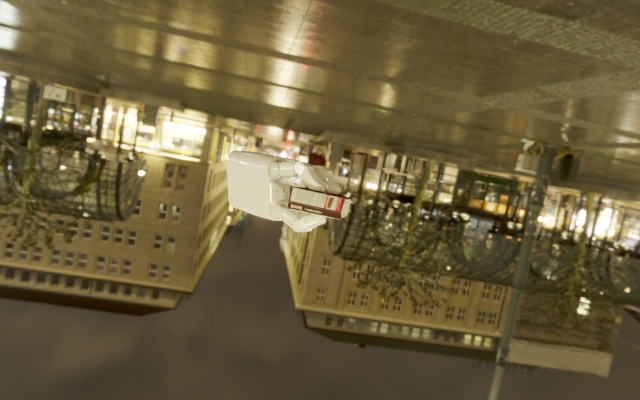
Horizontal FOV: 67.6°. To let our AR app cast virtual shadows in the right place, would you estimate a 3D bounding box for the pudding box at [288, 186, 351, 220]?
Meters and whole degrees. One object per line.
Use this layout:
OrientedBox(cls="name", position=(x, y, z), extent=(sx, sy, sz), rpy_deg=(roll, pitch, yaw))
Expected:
OrientedBox(cls="pudding box", position=(0.000, 0.003, 0.782), extent=(0.090, 0.039, 0.113), rpy_deg=(11, 4, 8))
